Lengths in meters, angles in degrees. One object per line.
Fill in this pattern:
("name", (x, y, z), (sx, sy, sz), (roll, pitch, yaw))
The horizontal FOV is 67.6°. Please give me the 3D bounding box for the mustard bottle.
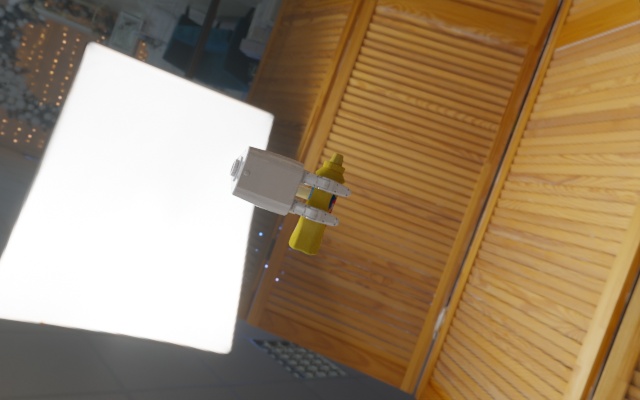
("mustard bottle", (0.000, 0.003, 0.893), (0.058, 0.191, 0.096), (21, 1, 5))
